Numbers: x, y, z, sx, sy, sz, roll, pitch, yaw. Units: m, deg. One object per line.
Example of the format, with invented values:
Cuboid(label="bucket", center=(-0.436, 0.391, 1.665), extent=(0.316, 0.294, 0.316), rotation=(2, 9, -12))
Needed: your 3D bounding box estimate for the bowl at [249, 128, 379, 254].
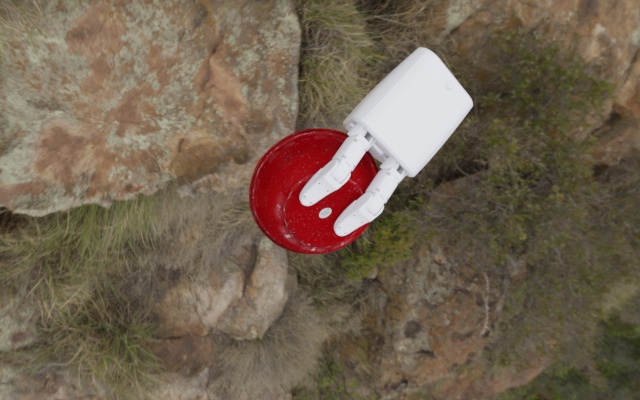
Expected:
Cuboid(label="bowl", center=(-0.001, 0.003, 0.550), extent=(0.162, 0.162, 0.055), rotation=(0, 22, -12))
